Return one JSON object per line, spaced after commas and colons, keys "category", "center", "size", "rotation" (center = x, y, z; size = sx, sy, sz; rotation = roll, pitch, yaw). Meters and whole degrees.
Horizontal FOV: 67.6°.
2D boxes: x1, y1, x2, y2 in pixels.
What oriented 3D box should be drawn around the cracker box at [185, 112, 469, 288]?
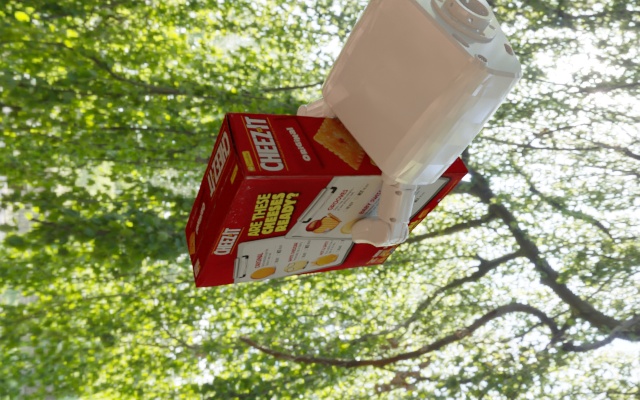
{"category": "cracker box", "center": [0.000, 0.002, 0.439], "size": [0.214, 0.072, 0.164], "rotation": [-2, -35, -30]}
